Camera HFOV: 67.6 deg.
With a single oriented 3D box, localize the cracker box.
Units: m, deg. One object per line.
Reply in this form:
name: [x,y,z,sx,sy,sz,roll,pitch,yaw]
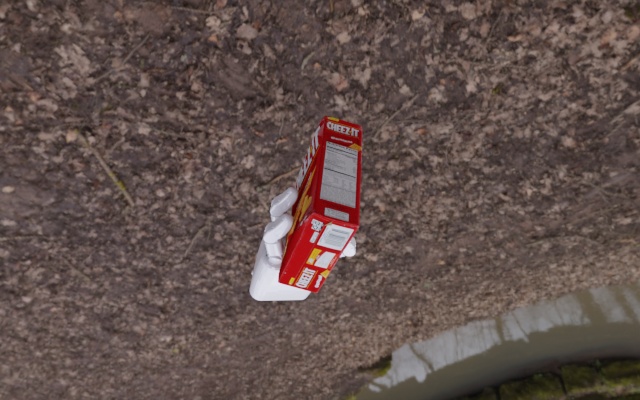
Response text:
cracker box: [0.000,0.003,0.716,0.072,0.213,0.164,16,-45,-11]
